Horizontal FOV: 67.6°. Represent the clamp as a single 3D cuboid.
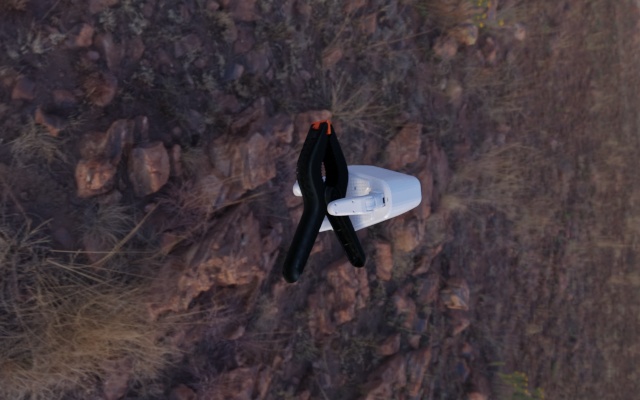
[{"bbox_3d":[0.001,0.001,0.618,0.036,0.210,0.164,-3,5,36],"label":"clamp"}]
